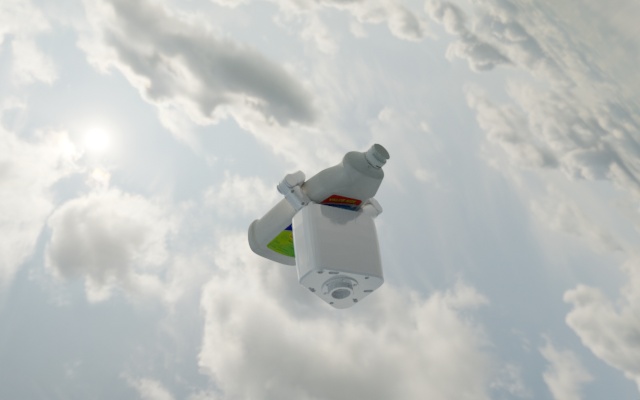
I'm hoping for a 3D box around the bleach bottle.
[{"bbox_3d":[0.000,0.002,0.710,0.102,0.068,0.251,25,-51,-30],"label":"bleach bottle"}]
